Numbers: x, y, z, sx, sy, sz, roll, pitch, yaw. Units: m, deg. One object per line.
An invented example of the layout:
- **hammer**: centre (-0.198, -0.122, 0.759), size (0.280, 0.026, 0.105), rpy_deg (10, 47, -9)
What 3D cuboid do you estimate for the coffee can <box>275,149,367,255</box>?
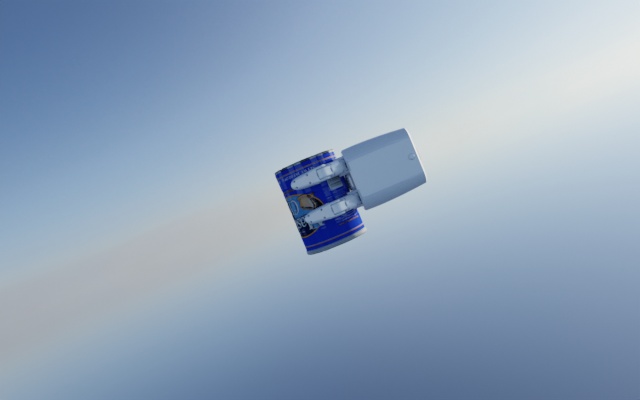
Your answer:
- **coffee can**: centre (0.000, 0.003, 0.761), size (0.103, 0.140, 0.103), rpy_deg (-22, 1, 0)
